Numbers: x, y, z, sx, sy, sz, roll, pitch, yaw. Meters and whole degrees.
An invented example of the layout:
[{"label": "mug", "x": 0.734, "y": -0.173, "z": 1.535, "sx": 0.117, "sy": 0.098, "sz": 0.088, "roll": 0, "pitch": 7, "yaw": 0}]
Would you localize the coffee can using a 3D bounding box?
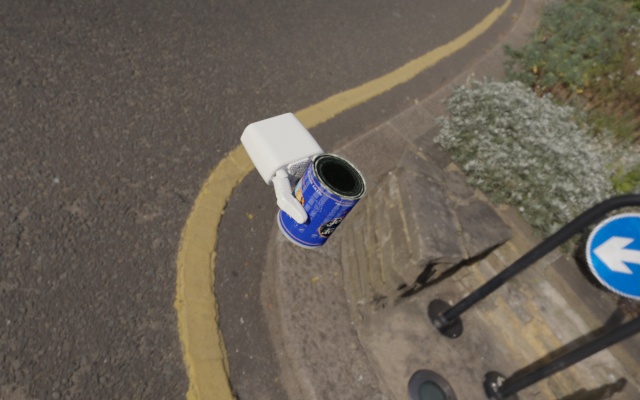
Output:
[{"label": "coffee can", "x": 0.000, "y": 0.003, "z": 0.826, "sx": 0.103, "sy": 0.102, "sz": 0.140, "roll": 0, "pitch": -39, "yaw": -37}]
